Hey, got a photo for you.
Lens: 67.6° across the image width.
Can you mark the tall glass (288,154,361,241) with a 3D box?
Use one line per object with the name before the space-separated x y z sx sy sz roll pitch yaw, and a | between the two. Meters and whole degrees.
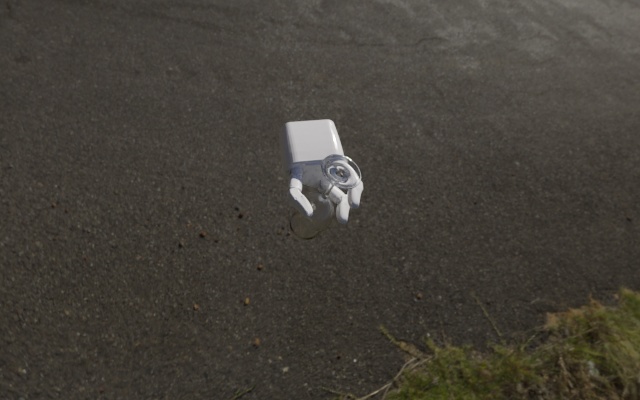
tall glass | 0.000 0.003 0.894 0.079 0.079 0.201 0 -33 -26
